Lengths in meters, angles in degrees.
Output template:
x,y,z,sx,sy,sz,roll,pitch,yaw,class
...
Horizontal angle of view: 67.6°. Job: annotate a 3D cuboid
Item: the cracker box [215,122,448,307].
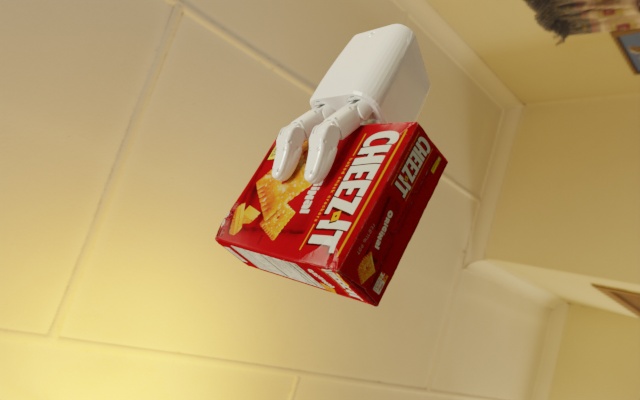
x,y,z,sx,sy,sz,roll,pitch,yaw,class
0.000,0.002,0.503,0.213,0.164,0.072,6,-30,50,cracker box
